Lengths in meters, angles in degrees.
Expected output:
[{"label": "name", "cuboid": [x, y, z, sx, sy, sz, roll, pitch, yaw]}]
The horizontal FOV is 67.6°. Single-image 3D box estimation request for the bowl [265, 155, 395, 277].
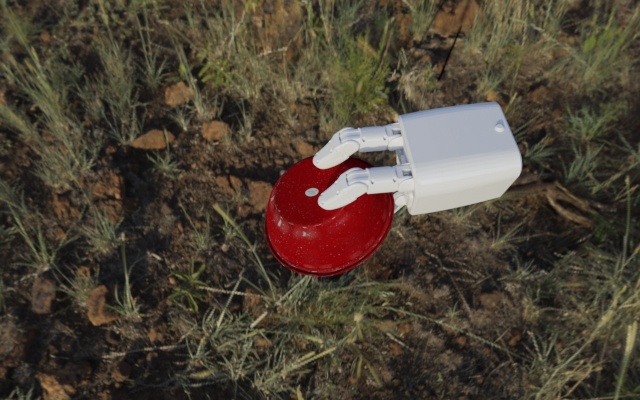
[{"label": "bowl", "cuboid": [-0.001, 0.002, 0.545, 0.162, 0.162, 0.055, 0, -30, 21]}]
